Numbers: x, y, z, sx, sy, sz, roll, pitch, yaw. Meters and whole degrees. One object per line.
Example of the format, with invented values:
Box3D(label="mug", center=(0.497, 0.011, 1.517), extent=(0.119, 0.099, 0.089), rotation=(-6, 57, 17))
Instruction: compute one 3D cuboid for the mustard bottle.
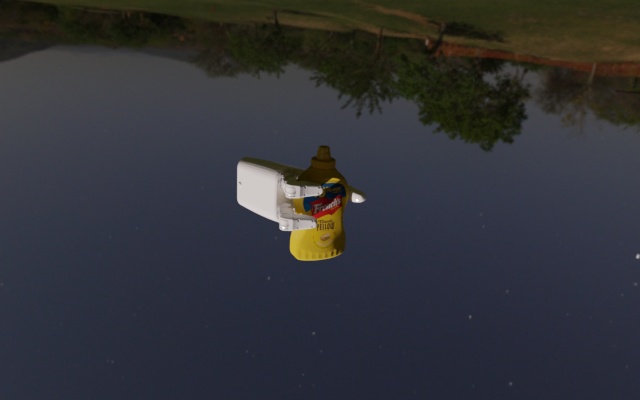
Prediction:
Box3D(label="mustard bottle", center=(0.000, 0.003, 0.805), extent=(0.096, 0.192, 0.058), rotation=(-5, 20, -24))
